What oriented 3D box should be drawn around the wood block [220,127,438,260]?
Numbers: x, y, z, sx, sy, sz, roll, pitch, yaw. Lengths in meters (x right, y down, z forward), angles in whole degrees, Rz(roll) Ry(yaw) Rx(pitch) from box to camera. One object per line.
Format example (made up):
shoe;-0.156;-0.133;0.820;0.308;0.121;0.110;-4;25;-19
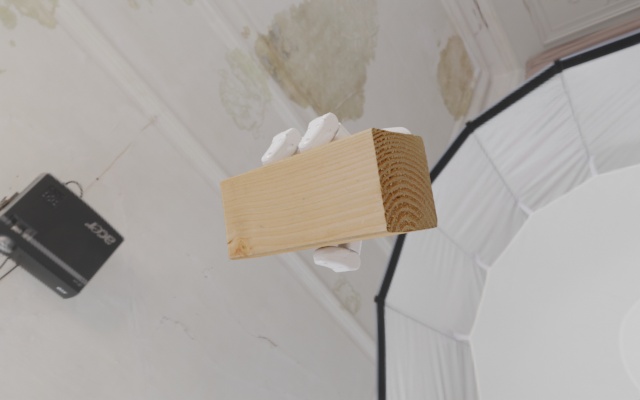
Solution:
wood block;0.000;0.002;0.486;0.206;0.091;0.090;-15;-9;40
